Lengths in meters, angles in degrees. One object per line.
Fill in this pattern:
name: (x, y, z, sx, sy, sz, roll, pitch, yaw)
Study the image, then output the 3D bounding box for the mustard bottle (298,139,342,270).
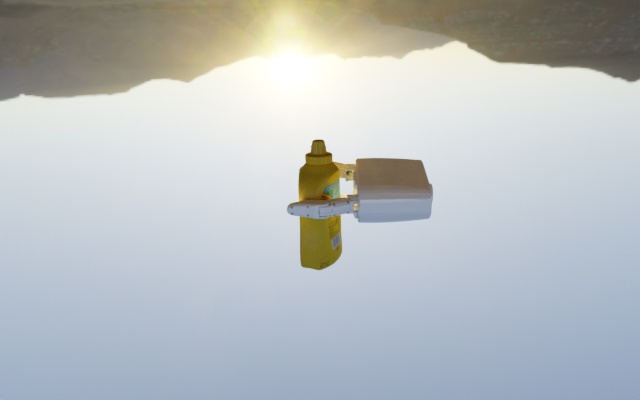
mustard bottle: (0.000, 0.003, 0.729, 0.058, 0.192, 0.096, 8, 21, 24)
